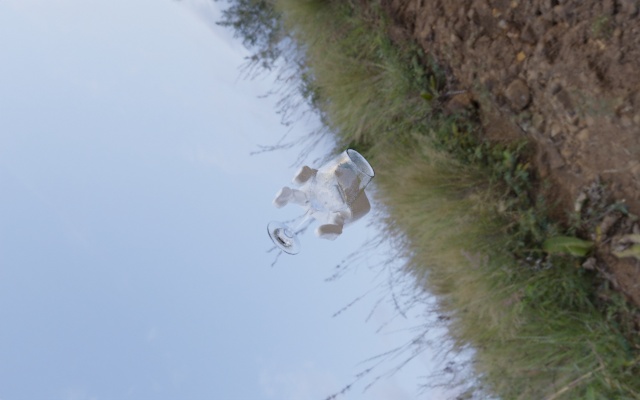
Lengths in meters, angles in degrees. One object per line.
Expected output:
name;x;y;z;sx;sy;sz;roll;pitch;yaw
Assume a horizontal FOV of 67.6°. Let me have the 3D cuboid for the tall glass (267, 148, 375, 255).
tall glass;0.000;0.003;0.801;0.201;0.079;0.079;-44;-22;25
